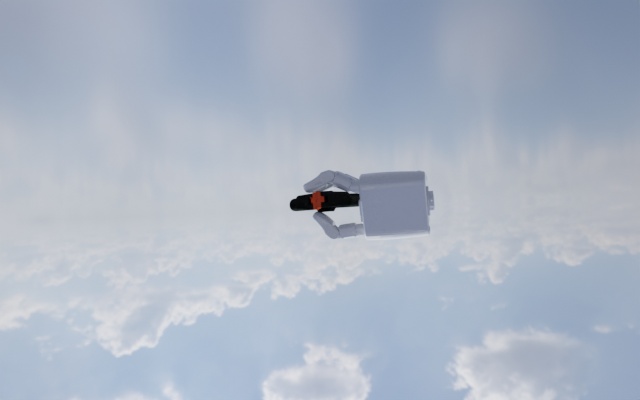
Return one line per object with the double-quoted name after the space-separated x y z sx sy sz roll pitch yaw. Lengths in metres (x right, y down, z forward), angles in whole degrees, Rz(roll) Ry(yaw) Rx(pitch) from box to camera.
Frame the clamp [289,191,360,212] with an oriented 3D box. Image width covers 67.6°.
0.000 0.004 0.835 0.164 0.036 0.210 -6 -2 15 "clamp"
